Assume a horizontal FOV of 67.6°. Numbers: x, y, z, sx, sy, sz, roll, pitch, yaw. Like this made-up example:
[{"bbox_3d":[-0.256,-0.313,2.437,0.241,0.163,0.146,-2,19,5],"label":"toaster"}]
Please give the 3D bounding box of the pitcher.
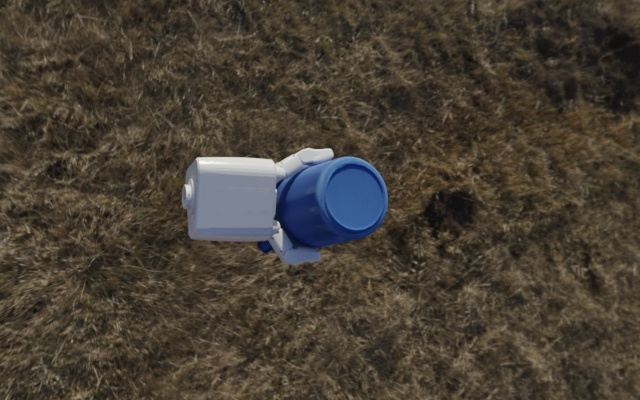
[{"bbox_3d":[0.000,0.002,0.720,0.145,0.149,0.243,2,-8,-25],"label":"pitcher"}]
